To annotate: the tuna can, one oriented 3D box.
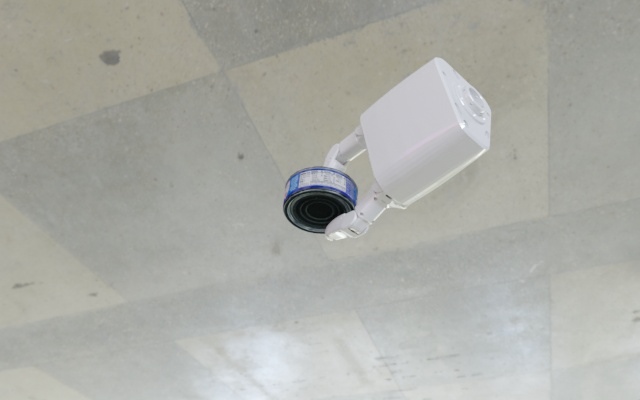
[{"bbox_3d":[0.000,0.002,0.549,0.086,0.033,0.086,3,-39,2],"label":"tuna can"}]
